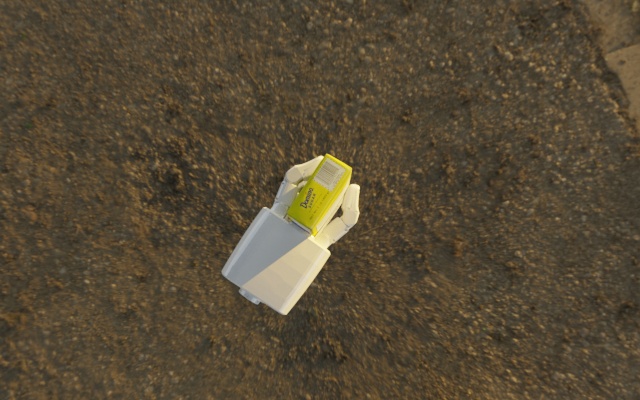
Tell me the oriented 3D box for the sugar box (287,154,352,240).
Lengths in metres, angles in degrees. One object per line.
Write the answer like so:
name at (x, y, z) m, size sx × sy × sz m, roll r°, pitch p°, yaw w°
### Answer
sugar box at (0.000, 0.002, 0.668) m, size 0.048 × 0.093 × 0.176 m, roll 34°, pitch -8°, yaw 3°
